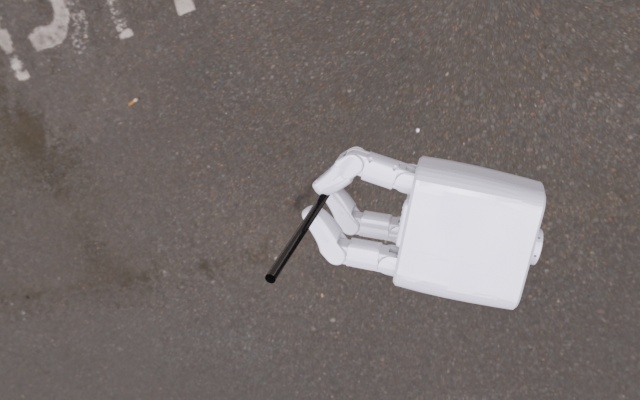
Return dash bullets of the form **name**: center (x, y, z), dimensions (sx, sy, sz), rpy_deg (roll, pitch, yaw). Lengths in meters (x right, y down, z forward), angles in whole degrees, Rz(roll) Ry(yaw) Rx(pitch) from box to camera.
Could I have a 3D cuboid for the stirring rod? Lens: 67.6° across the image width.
- **stirring rod**: center (0.000, 0.001, 0.437), dimensions (0.011, 0.011, 0.239), rpy_deg (0, 27, 19)
